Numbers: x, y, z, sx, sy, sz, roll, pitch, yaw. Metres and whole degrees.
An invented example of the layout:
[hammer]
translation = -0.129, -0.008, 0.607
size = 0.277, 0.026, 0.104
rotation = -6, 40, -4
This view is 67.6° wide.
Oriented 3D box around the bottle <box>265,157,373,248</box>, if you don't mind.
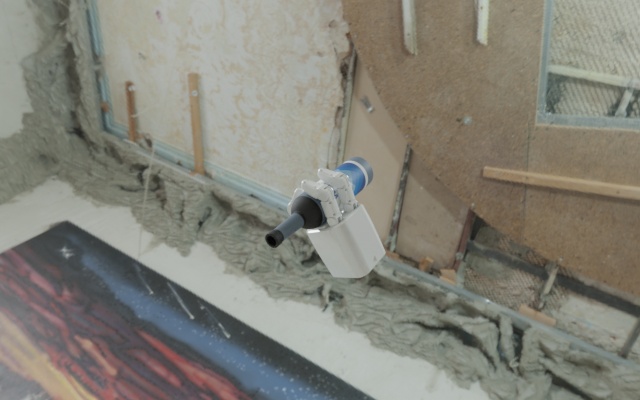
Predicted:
[bottle]
translation = 0.000, 0.003, 0.878
size = 0.069, 0.069, 0.295
rotation = 0, 25, 37
